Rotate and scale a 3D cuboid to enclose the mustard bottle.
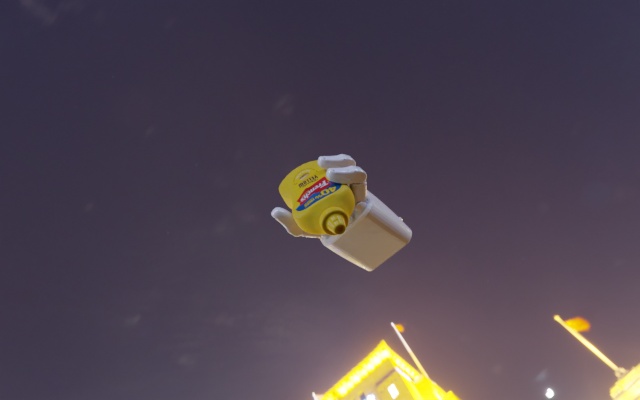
[{"bbox_3d":[0.000,0.002,0.733,0.096,0.058,0.191,-29,29,-3],"label":"mustard bottle"}]
